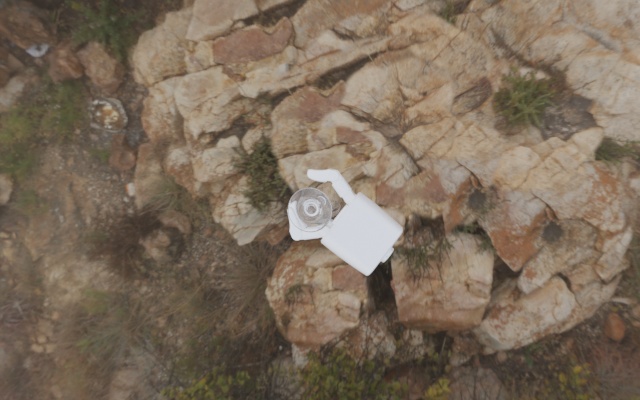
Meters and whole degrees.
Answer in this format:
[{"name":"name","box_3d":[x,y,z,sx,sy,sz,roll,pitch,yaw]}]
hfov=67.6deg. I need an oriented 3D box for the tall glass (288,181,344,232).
[{"name":"tall glass","box_3d":[0.000,0.003,0.880,0.079,0.079,0.201,0,8,10]}]
